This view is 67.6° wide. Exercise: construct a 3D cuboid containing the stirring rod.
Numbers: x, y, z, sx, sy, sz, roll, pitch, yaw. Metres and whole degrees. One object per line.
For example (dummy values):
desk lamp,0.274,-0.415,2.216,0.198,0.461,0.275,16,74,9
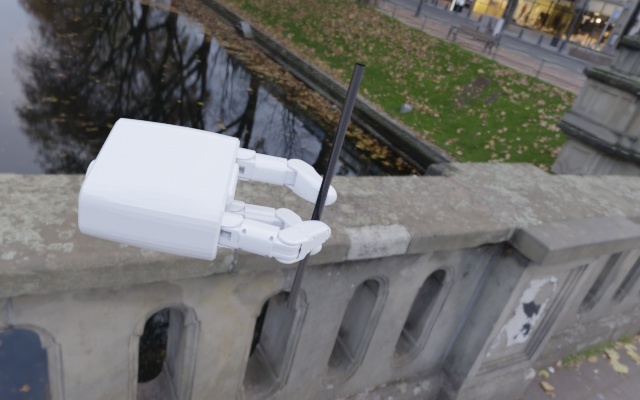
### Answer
stirring rod,0.000,0.001,0.412,0.011,0.240,0.011,13,27,-7
